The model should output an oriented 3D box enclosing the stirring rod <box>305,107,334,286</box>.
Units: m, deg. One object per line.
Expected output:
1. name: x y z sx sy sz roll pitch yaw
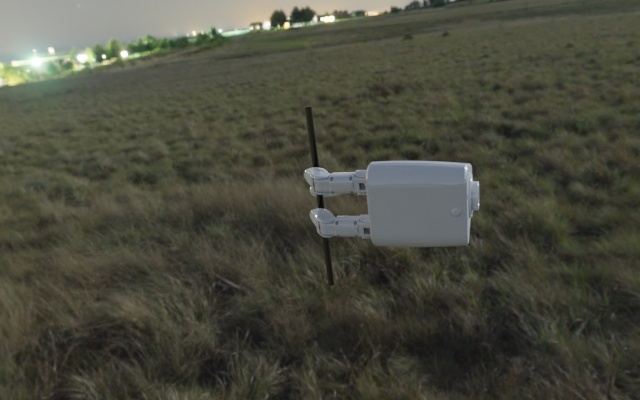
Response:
1. stirring rod: 0.000 0.002 0.608 0.011 0.240 0.011 -7 20 2
